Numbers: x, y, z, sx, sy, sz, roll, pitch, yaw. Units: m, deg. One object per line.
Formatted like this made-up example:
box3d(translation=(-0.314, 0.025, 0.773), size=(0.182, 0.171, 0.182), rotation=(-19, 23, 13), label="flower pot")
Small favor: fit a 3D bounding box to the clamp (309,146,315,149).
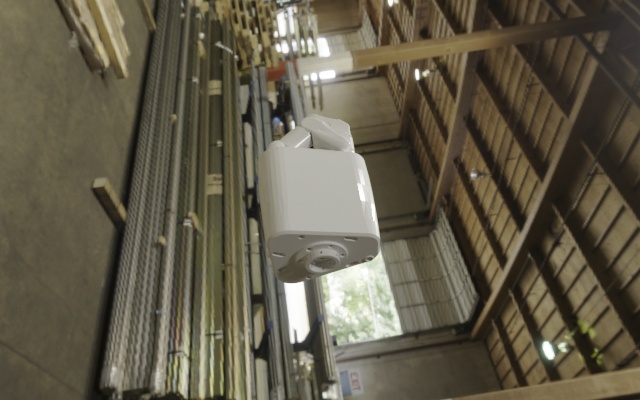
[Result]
box3d(translation=(0.001, 0.002, 0.587), size=(0.039, 0.120, 0.172), rotation=(-8, -39, -1), label="clamp")
